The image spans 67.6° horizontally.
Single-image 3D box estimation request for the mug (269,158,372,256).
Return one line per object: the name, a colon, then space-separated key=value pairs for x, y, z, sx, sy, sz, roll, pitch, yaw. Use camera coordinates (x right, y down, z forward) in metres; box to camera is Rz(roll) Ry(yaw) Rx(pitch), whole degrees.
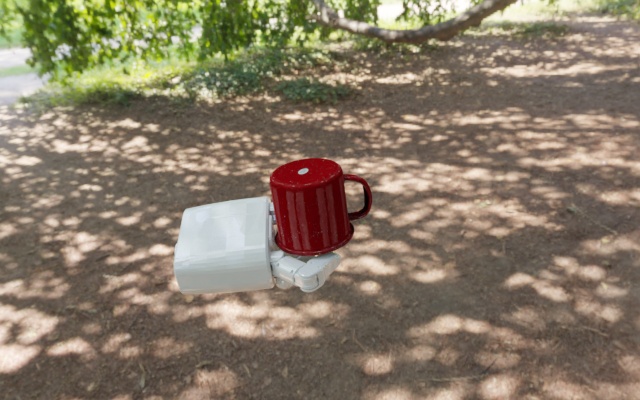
mug: x=0.001 y=0.001 z=0.536 sx=0.117 sy=0.081 sz=0.093 roll=-8 pitch=26 yaw=-1
